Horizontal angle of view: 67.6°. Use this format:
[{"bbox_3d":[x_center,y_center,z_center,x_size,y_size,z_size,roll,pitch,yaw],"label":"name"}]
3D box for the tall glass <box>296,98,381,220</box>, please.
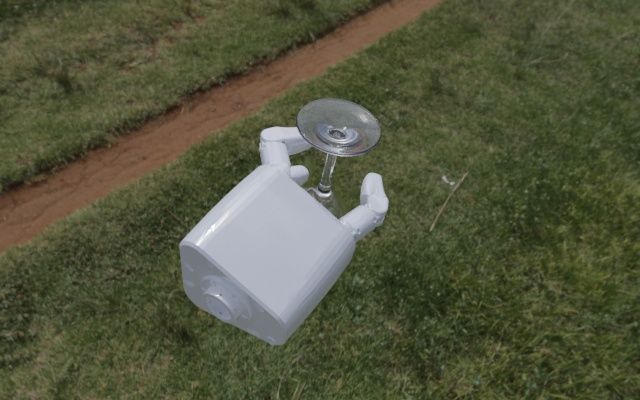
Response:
[{"bbox_3d":[0.000,0.001,0.480,0.079,0.079,0.201,0,-41,-12],"label":"tall glass"}]
